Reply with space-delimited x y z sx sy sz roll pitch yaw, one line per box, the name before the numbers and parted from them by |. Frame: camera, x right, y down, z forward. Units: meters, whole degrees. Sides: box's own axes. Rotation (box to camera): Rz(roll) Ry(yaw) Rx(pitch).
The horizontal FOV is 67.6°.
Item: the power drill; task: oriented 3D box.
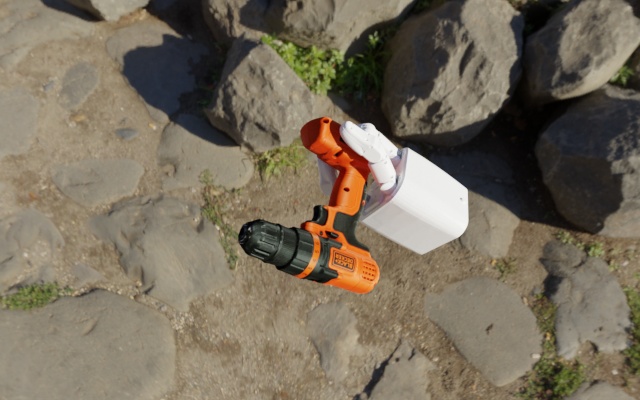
power drill | 0.000 0.001 0.557 0.184 0.187 0.057 25 -25 -35
